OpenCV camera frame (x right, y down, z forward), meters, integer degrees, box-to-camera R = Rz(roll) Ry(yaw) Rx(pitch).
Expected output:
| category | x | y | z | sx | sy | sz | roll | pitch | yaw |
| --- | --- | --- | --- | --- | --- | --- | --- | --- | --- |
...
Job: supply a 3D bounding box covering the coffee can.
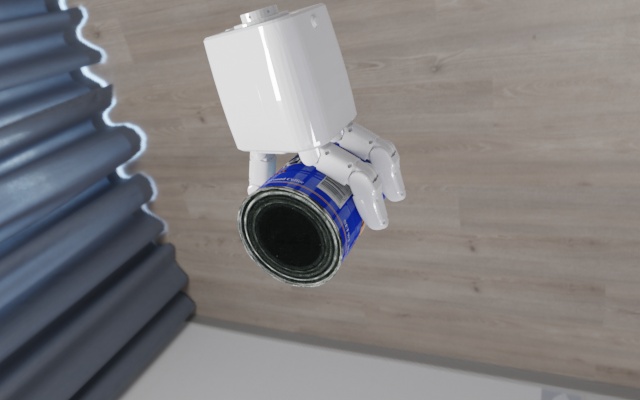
| category | x | y | z | sx | sy | sz | roll | pitch | yaw |
| --- | --- | --- | --- | --- | --- | --- | --- | --- | --- |
| coffee can | 0.000 | 0.002 | 0.467 | 0.103 | 0.103 | 0.140 | 0 | 28 | 27 |
